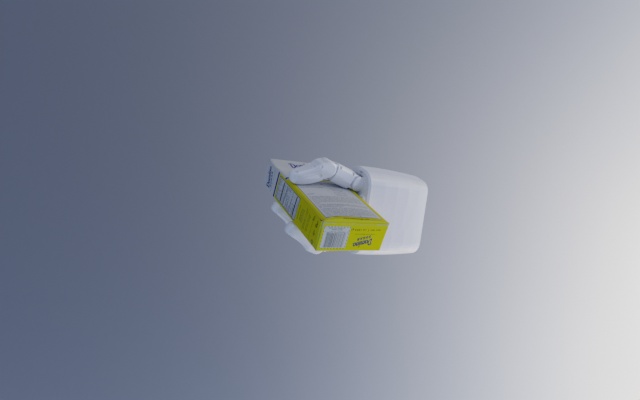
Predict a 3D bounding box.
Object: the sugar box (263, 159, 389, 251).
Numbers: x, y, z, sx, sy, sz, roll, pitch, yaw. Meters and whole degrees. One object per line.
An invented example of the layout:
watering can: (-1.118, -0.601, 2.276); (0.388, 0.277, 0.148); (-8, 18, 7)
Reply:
sugar box: (0.000, 0.003, 0.614); (0.093, 0.048, 0.176); (4, 23, -30)
